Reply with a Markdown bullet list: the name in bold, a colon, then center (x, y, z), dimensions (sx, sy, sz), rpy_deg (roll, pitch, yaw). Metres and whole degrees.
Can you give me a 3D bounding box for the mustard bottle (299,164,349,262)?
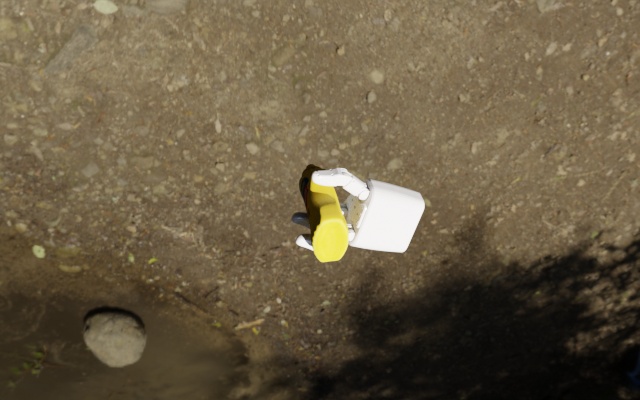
- **mustard bottle**: center (0.000, 0.003, 0.797), dimensions (0.058, 0.096, 0.191), rpy_deg (-7, 42, -7)
